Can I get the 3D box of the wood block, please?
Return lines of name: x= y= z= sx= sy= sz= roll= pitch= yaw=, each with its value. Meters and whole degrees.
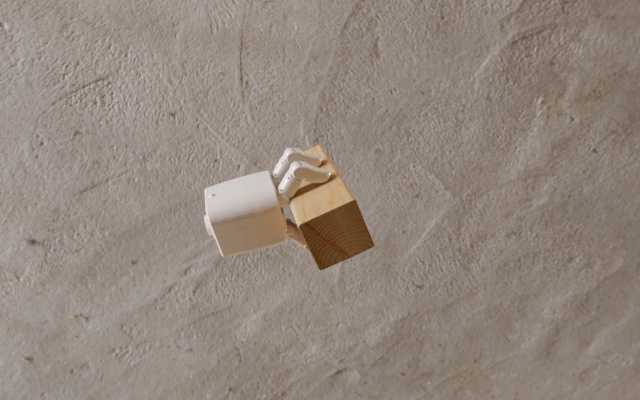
wood block: x=0.000 y=0.003 z=0.754 sx=0.090 sy=0.091 sz=0.206 roll=-24 pitch=32 yaw=-1
